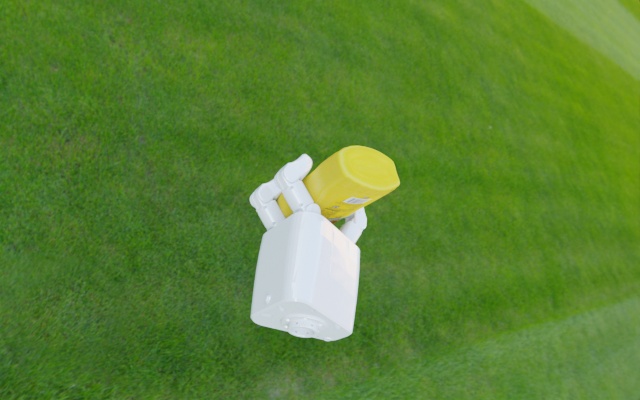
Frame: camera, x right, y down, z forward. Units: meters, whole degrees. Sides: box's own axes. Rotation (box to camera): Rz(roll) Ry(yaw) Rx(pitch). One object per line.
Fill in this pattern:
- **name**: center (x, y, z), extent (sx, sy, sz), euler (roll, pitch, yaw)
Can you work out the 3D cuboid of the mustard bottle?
- **mustard bottle**: center (0.000, 0.002, 0.598), extent (0.096, 0.058, 0.192), euler (3, -27, -41)
